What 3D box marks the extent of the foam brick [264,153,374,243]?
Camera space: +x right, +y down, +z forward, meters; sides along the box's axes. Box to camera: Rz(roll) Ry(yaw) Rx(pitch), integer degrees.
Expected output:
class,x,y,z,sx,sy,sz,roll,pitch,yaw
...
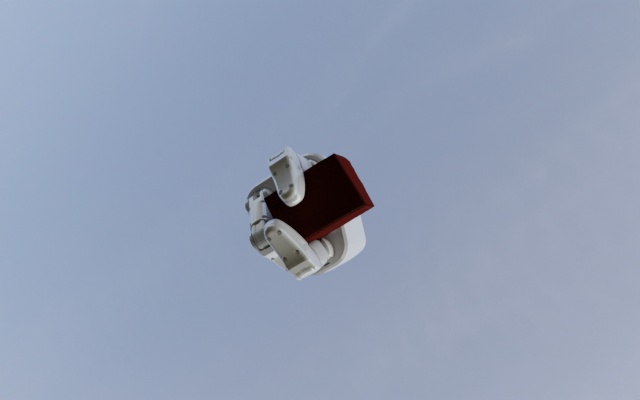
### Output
class,x,y,z,sx,sy,sz,roll,pitch,yaw
foam brick,0.000,0.001,0.425,0.078,0.053,0.051,-31,-10,15
